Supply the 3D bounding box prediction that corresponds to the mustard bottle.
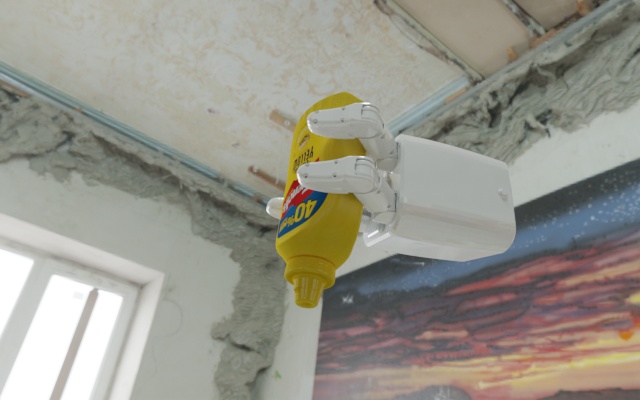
[{"bbox_3d":[0.000,0.001,0.423,0.058,0.191,0.096,26,-36,-27],"label":"mustard bottle"}]
